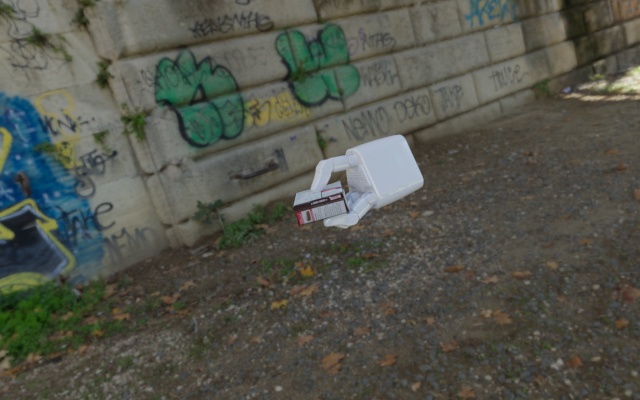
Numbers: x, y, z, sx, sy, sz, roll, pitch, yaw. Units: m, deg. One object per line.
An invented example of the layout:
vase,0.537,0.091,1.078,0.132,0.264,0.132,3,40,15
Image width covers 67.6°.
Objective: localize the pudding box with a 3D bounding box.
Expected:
pudding box,0.000,0.003,0.824,0.090,0.039,0.113,-16,10,3
